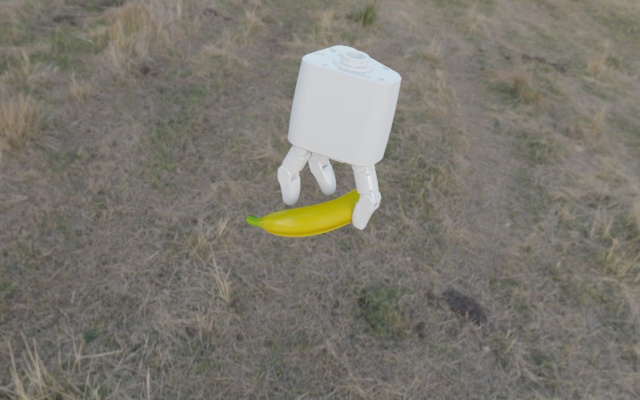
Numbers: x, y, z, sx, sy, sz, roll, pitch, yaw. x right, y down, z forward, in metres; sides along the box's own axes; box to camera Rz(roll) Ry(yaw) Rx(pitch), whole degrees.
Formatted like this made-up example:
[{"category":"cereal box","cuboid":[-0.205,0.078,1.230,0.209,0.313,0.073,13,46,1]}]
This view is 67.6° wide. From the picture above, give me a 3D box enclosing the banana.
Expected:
[{"category":"banana","cuboid":[0.006,0.013,0.632,0.198,0.037,0.069,-12,38,-28]}]
